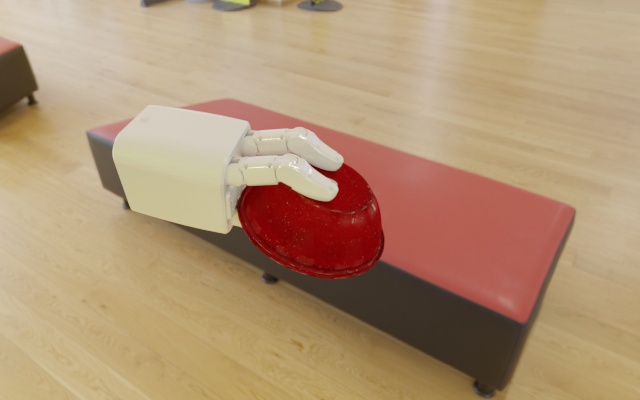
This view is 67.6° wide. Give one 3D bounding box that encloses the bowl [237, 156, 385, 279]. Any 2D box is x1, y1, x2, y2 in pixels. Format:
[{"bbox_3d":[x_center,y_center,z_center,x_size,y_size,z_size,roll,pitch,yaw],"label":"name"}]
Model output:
[{"bbox_3d":[0.001,0.001,0.488,0.162,0.055,0.162,15,36,-11],"label":"bowl"}]
